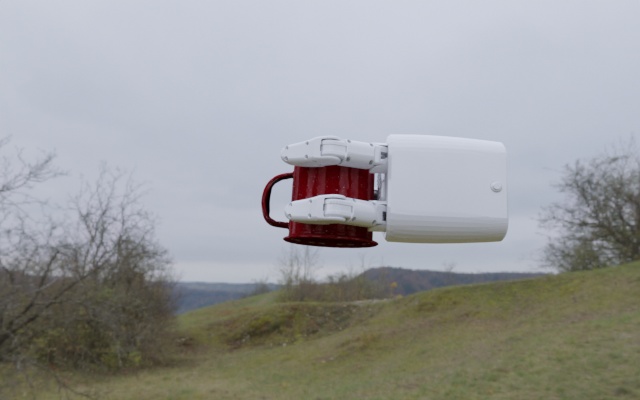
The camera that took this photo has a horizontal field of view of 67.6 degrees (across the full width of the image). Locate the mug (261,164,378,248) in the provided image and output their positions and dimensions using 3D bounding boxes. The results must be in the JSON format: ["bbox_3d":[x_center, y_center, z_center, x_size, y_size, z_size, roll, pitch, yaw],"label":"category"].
[{"bbox_3d":[-0.001,0.001,0.474,0.117,0.081,0.093,3,-11,2],"label":"mug"}]
